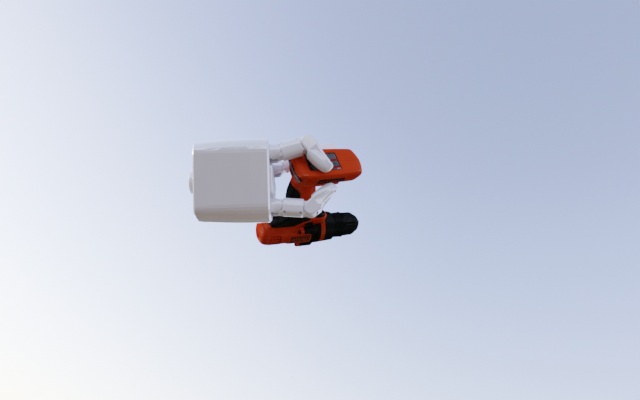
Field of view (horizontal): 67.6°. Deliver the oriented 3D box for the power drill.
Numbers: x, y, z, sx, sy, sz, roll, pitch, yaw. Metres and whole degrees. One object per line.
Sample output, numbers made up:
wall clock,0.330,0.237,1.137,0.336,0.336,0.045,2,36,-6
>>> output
power drill,0.000,0.002,0.760,0.184,0.057,0.188,-6,-39,-25
